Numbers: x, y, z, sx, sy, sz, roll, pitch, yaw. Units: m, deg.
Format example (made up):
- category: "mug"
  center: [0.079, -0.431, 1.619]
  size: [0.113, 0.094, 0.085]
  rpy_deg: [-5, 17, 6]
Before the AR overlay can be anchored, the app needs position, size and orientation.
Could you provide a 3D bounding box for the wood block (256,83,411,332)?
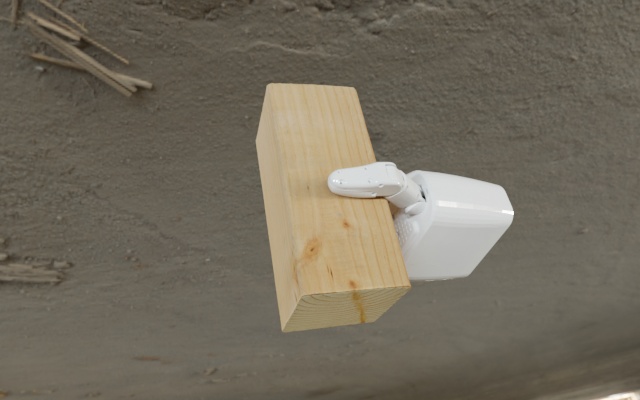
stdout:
- category: "wood block"
  center: [0.001, 0.001, 0.436]
  size: [0.090, 0.206, 0.091]
  rpy_deg: [-2, -31, -18]
